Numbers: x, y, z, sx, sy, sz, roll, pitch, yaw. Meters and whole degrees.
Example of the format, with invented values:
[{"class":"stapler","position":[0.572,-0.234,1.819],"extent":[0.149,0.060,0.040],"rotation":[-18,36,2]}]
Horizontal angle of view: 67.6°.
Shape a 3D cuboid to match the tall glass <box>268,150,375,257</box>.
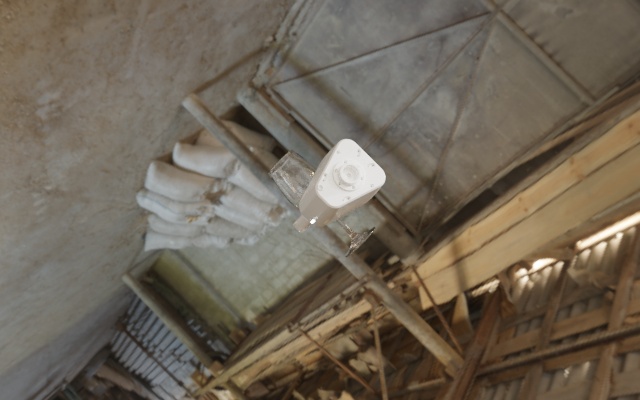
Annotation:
[{"class":"tall glass","position":[0.001,0.003,0.838],"extent":[0.079,0.201,0.079],"rotation":[-45,-2,-2]}]
